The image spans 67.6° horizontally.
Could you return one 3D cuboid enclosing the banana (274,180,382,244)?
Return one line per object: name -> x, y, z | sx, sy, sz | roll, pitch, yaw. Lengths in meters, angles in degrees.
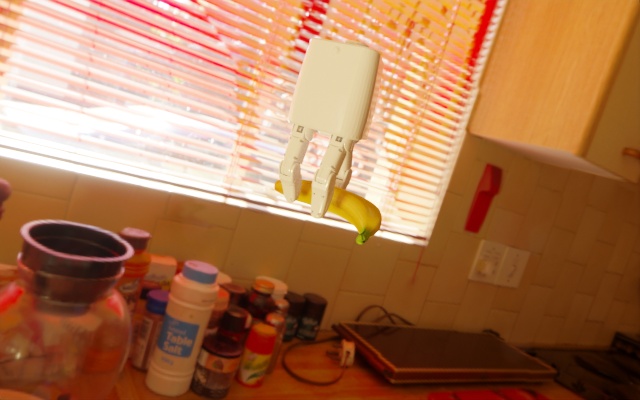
banana -> 0.017, 0.004, 0.618 | 0.069, 0.037, 0.197 | 2, 17, -38
